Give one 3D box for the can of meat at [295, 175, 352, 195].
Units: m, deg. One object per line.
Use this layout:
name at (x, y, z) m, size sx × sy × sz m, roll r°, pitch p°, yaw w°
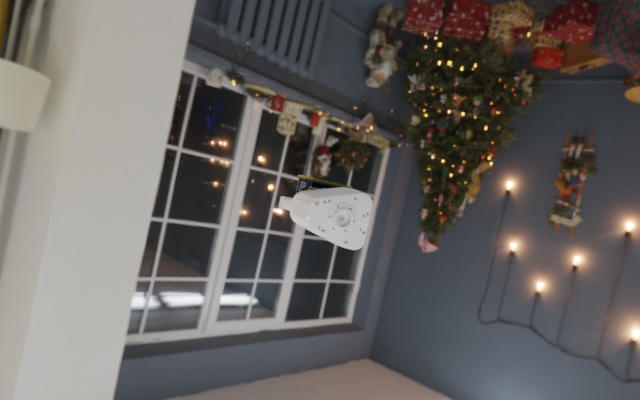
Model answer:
can of meat at (0.000, 0.003, 0.898) m, size 0.102 × 0.084 × 0.057 m, roll 12°, pitch 1°, yaw -20°
